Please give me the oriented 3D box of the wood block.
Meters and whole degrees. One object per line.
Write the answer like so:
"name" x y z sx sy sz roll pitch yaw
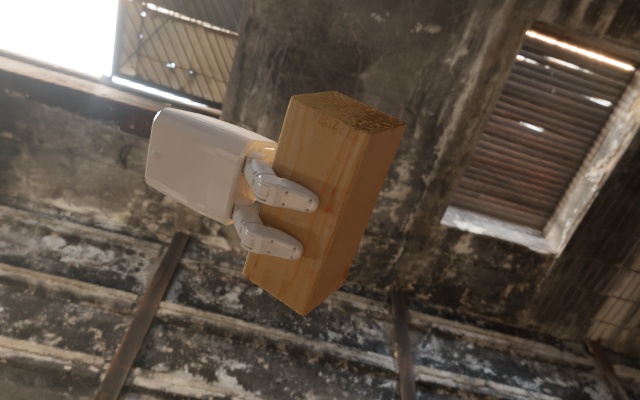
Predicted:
"wood block" 0.000 0.001 0.500 0.090 0.206 0.091 29 28 21
